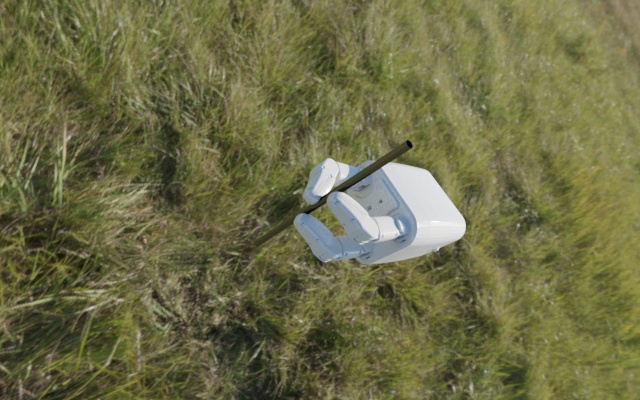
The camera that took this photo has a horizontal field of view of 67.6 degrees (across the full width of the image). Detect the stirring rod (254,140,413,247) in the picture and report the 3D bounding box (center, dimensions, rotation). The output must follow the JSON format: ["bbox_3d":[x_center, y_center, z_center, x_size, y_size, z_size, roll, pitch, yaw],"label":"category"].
[{"bbox_3d":[0.000,0.002,0.482,0.011,0.011,0.239,0,-24,-43],"label":"stirring rod"}]
